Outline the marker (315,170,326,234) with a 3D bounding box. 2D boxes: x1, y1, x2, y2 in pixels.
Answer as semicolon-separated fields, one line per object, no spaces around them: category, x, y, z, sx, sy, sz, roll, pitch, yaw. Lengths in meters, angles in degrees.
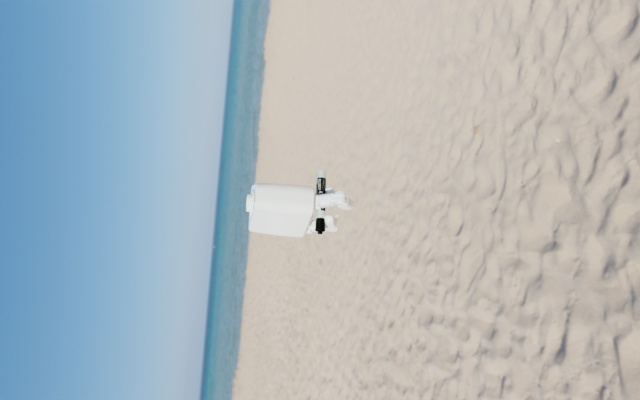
marker;0.000;0.003;0.876;0.020;0.121;0.020;1;-19;0
